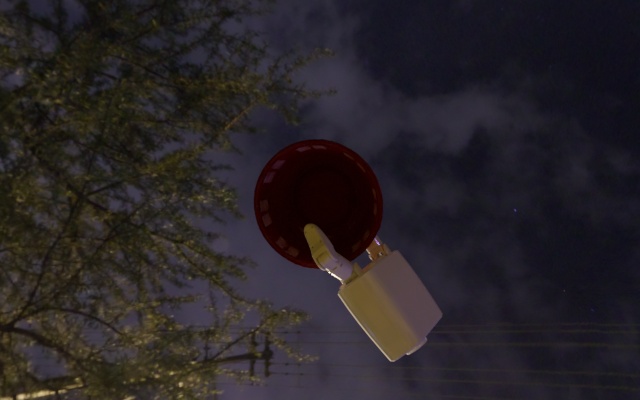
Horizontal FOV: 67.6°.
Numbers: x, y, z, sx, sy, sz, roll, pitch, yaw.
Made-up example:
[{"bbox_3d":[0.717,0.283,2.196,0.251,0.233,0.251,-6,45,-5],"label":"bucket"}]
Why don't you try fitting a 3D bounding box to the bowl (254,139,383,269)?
[{"bbox_3d":[0.000,0.001,0.606,0.162,0.162,0.055,0,11,11],"label":"bowl"}]
